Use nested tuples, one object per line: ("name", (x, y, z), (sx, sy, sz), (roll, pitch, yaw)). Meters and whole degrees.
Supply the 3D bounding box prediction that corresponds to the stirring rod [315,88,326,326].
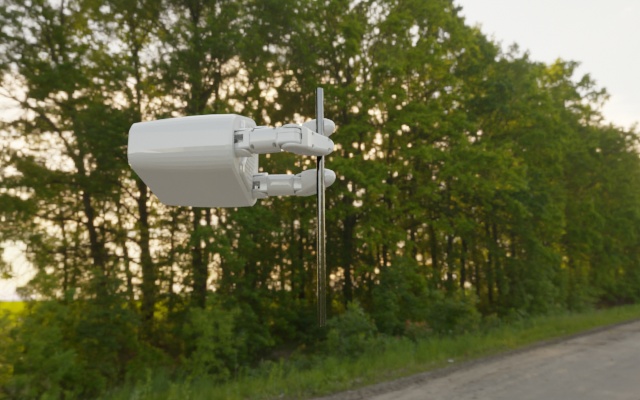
("stirring rod", (0.000, 0.002, 0.477), (0.011, 0.239, 0.011), (-1, -11, 0))
